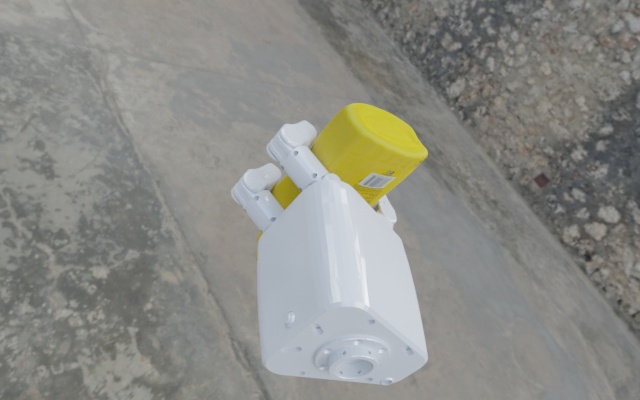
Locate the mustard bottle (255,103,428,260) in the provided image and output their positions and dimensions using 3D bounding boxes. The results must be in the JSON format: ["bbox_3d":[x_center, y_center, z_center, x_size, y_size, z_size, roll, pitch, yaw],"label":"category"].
[{"bbox_3d":[0.000,0.001,0.430,0.096,0.058,0.192,6,-42,-47],"label":"mustard bottle"}]
